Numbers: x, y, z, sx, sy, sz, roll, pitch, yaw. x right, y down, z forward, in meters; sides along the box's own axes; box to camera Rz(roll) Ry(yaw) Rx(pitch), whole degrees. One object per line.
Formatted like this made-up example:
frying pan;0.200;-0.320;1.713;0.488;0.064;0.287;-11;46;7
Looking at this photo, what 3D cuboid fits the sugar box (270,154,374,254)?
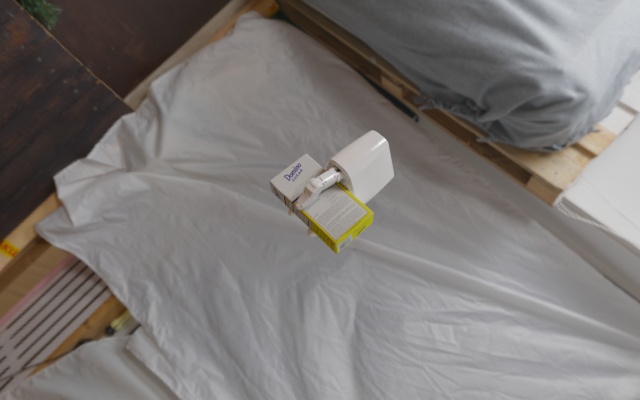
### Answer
sugar box;0.000;0.003;0.859;0.093;0.176;0.048;-39;-26;-19
